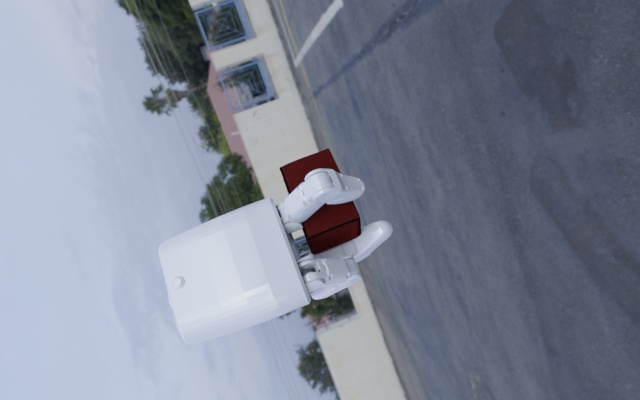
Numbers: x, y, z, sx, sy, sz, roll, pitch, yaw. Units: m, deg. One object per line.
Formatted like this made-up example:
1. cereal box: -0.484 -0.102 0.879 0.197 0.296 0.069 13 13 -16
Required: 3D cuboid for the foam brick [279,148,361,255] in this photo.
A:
1. foam brick: 0.000 0.001 0.448 0.051 0.078 0.053 -21 -23 -3
